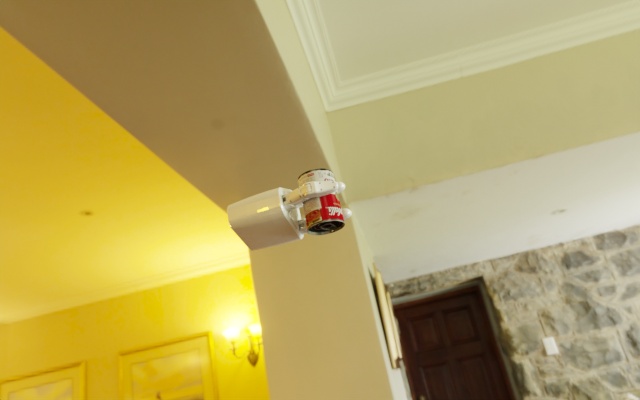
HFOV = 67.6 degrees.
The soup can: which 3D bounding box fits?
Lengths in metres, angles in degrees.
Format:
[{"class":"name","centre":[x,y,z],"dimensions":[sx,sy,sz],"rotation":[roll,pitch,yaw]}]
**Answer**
[{"class":"soup can","centre":[0.001,0.002,0.850],"dimensions":[0.068,0.102,0.068],"rotation":[-10,-22,-4]}]
